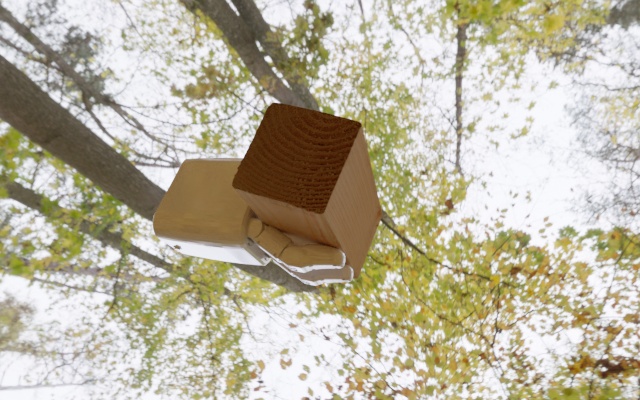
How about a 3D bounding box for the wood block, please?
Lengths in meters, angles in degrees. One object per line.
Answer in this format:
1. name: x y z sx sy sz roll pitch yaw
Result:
1. wood block: 0.000 0.001 0.492 0.090 0.090 0.206 16 -18 19
